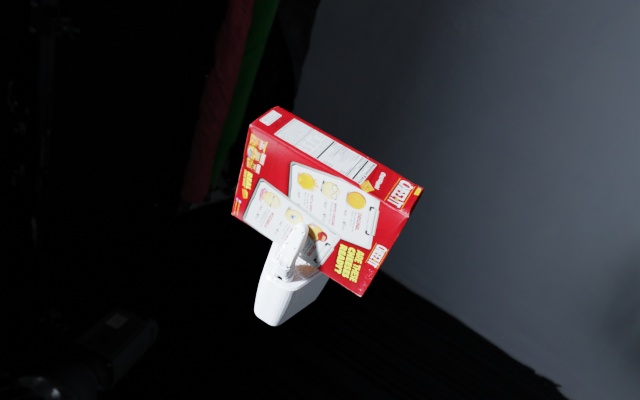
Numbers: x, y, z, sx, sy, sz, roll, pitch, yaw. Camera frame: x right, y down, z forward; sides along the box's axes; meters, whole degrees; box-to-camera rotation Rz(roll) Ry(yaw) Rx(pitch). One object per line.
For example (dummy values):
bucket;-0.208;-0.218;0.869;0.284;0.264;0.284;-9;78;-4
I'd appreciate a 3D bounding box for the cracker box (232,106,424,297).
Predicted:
cracker box;0.000;0.002;0.612;0.213;0.164;0.072;31;44;10
